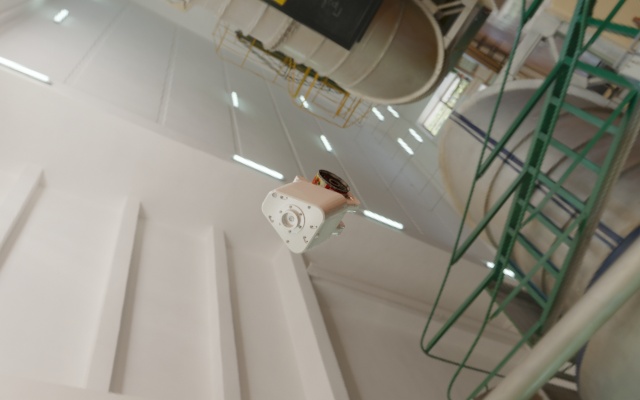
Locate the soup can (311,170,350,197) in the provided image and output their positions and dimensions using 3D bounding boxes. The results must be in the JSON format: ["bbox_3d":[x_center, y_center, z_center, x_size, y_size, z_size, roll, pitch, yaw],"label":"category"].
[{"bbox_3d":[0.000,0.003,0.892,0.068,0.102,0.068,28,21,-11],"label":"soup can"}]
